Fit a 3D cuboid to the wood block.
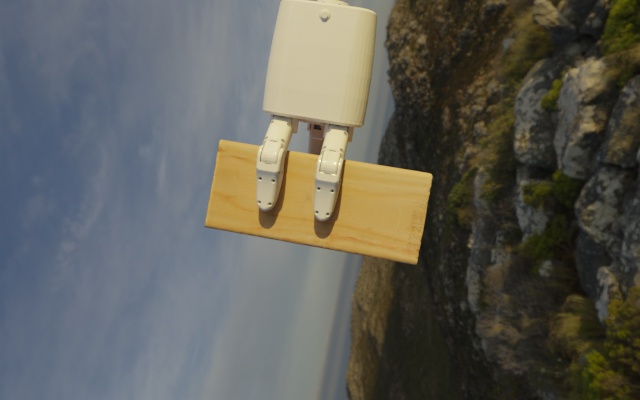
[{"bbox_3d":[0.000,0.001,0.496,0.206,0.090,0.091,10,1,5],"label":"wood block"}]
